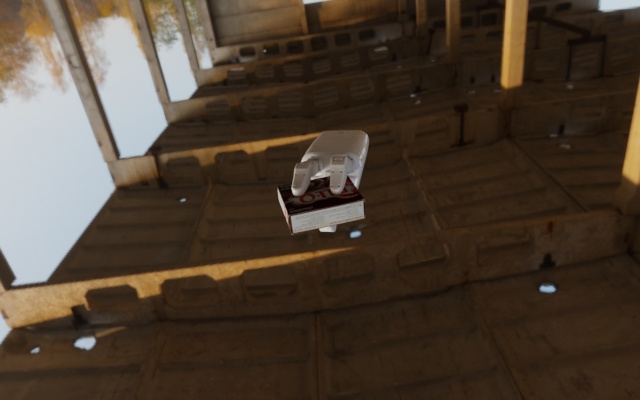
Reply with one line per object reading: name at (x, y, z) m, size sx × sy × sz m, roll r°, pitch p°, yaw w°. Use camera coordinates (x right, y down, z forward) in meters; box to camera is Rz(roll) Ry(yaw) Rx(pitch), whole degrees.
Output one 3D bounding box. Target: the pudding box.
pudding box at (0.000, 0.002, 0.701) m, size 0.113 × 0.039 × 0.090 m, roll -14°, pitch 30°, yaw -9°
